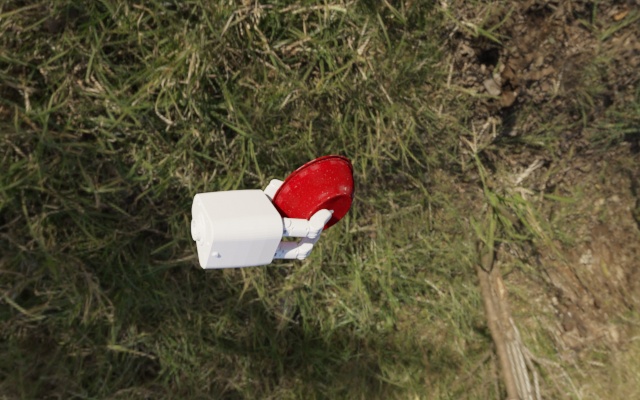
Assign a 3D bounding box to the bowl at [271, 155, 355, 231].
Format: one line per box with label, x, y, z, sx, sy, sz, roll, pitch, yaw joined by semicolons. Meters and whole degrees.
bowl;0.001;0.002;0.791;0.162;0.055;0.162;-27;-31;-17
